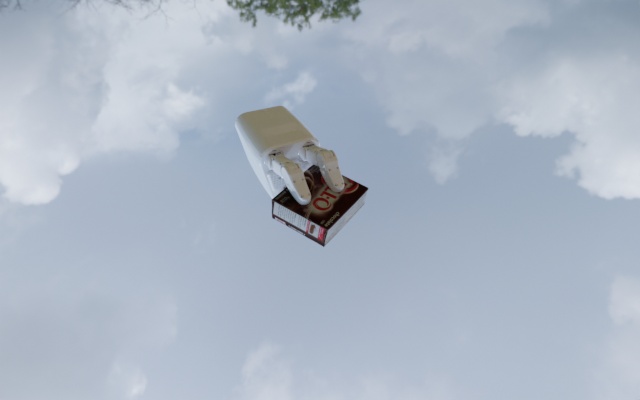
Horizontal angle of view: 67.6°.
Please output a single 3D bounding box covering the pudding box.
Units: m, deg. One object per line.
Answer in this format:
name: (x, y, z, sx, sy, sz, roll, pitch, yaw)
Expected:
pudding box: (0.000, 0.002, 0.659, 0.090, 0.039, 0.113, 27, 46, 20)
